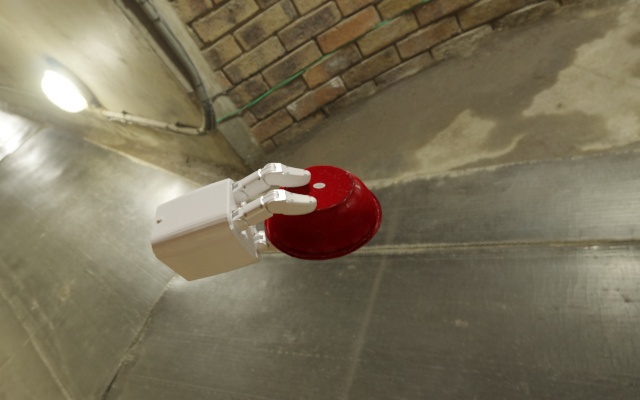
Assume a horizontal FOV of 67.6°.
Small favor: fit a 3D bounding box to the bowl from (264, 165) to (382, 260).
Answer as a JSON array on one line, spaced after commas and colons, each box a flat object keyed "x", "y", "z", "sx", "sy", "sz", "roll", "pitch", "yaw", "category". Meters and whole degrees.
[{"x": 0.001, "y": 0.001, "z": 0.632, "sx": 0.162, "sy": 0.055, "sz": 0.162, "roll": -5, "pitch": 40, "yaw": 4, "category": "bowl"}]
